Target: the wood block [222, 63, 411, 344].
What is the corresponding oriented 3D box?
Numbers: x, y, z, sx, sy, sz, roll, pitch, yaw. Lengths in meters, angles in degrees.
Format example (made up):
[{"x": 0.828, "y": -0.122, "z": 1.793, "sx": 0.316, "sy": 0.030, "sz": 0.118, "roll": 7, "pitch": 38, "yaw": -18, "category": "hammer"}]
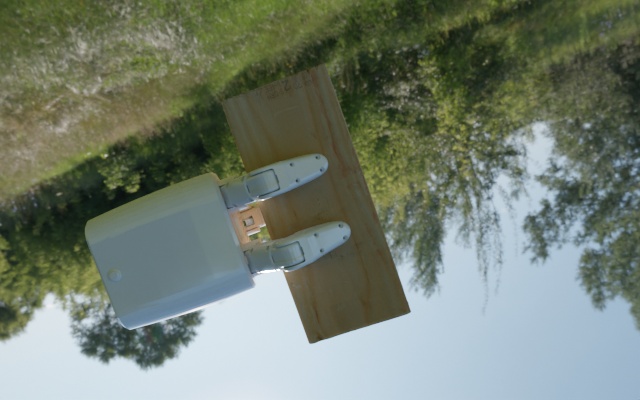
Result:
[{"x": 0.000, "y": 0.002, "z": 0.417, "sx": 0.090, "sy": 0.206, "sz": 0.091, "roll": -19, "pitch": 4, "yaw": 5, "category": "wood block"}]
